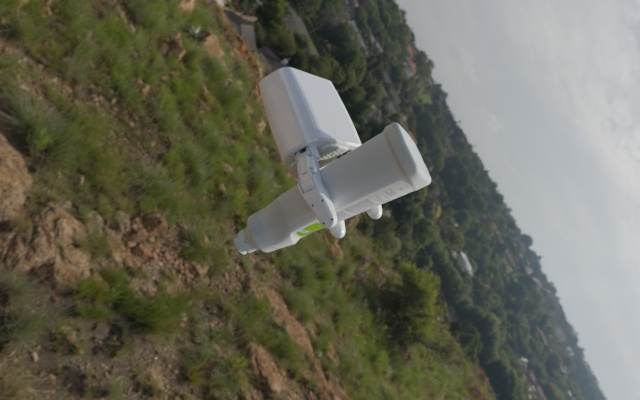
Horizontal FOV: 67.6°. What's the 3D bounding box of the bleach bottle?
[{"bbox_3d":[0.000,0.002,0.568,0.251,0.068,0.102,-27,-18,18],"label":"bleach bottle"}]
